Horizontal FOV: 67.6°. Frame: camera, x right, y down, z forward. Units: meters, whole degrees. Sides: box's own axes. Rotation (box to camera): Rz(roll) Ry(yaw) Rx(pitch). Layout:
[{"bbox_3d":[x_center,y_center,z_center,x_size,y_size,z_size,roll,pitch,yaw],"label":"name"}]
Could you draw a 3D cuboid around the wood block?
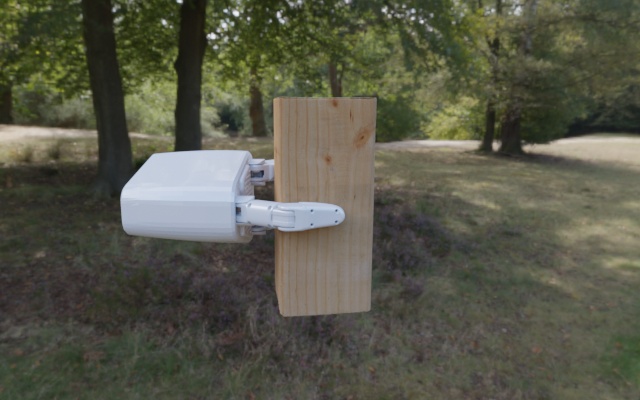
[{"bbox_3d":[0.000,0.002,0.484,0.090,0.206,0.091,-1,11,-9],"label":"wood block"}]
